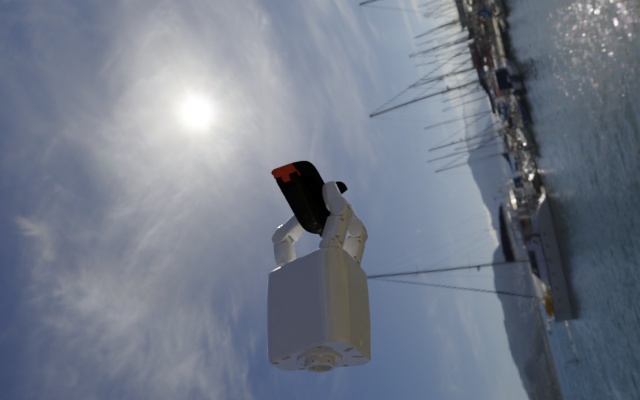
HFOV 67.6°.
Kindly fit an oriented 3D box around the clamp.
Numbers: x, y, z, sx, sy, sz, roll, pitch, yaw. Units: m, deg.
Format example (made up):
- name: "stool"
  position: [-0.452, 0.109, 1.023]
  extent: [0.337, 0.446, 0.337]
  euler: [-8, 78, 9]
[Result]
- name: "clamp"
  position: [-0.001, 0.002, 0.622]
  extent: [0.036, 0.164, 0.210]
  euler: [-19, -39, 18]
